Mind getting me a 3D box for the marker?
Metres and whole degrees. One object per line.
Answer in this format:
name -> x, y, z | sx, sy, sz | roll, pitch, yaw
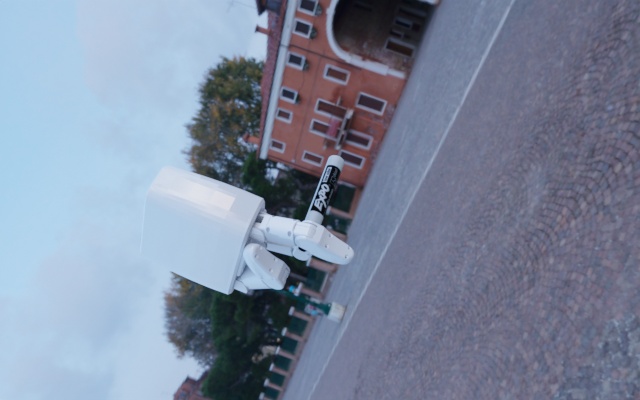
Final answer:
marker -> 0.000, 0.002, 0.501 | 0.020, 0.121, 0.020 | 14, -35, 10
